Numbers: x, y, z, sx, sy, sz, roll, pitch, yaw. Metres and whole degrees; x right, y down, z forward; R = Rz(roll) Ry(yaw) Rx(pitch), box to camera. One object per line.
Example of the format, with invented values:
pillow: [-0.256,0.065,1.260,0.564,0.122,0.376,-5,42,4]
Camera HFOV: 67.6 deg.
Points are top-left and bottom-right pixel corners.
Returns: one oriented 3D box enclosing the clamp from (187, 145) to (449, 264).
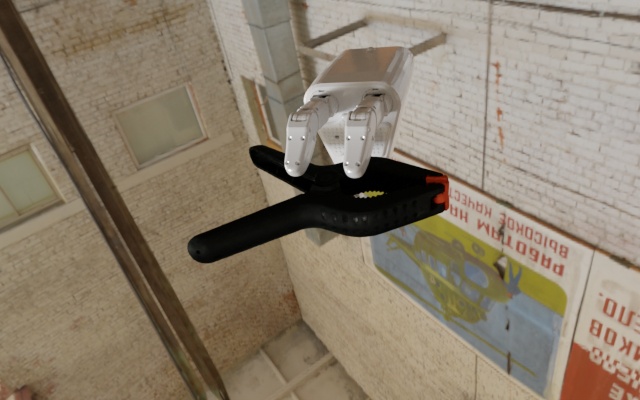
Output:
clamp: [0.001,0.002,0.410,0.210,0.036,0.164,3,38,21]
